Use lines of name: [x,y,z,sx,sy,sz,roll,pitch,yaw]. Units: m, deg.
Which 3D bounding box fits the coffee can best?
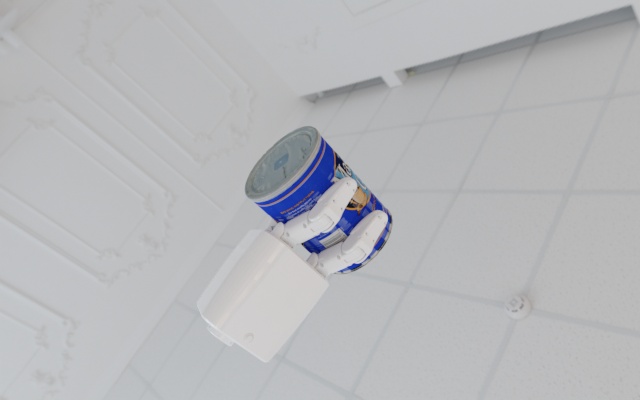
coffee can: [0.000,0.002,0.537,0.140,0.102,0.103,45,-26,-28]
